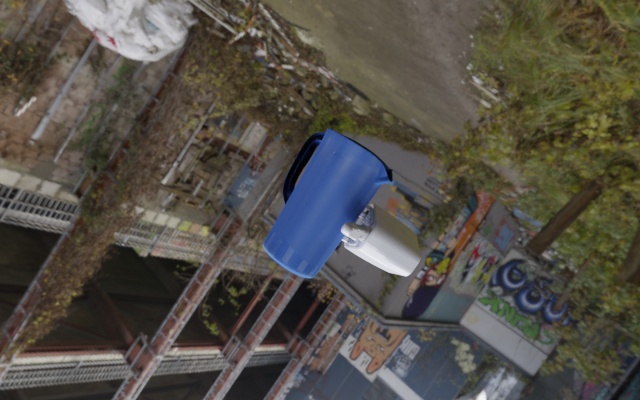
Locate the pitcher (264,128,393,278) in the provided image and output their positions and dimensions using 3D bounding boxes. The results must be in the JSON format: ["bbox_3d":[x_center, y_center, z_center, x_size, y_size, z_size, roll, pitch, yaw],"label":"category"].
[{"bbox_3d":[0.000,0.003,0.832,0.145,0.243,0.149,32,5,-12],"label":"pitcher"}]
